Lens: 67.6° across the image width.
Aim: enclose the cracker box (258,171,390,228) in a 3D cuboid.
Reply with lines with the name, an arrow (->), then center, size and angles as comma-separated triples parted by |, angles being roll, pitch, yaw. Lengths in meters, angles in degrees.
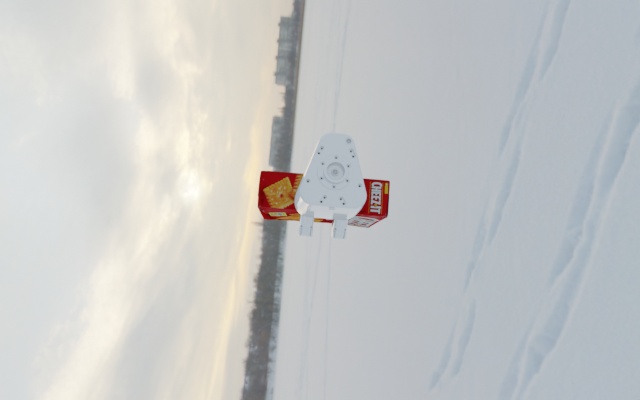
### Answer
cracker box -> 0.000, 0.003, 0.849 | 0.214, 0.072, 0.164 | 5, -9, -4
